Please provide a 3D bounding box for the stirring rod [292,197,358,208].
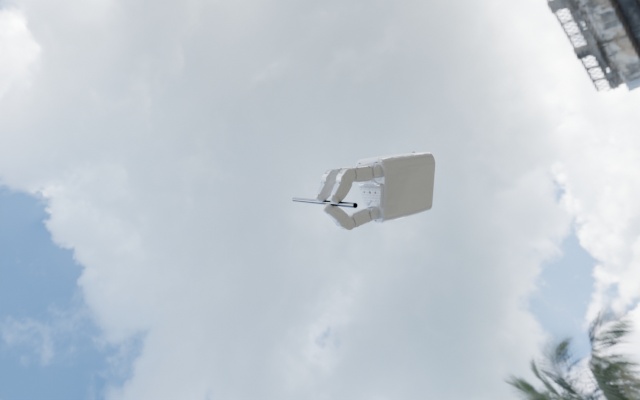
[{"bbox_3d":[0.000,0.003,0.804,0.011,0.011,0.239,0,2,-25],"label":"stirring rod"}]
